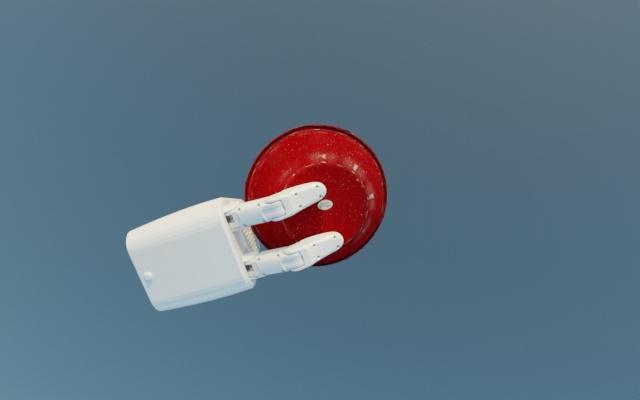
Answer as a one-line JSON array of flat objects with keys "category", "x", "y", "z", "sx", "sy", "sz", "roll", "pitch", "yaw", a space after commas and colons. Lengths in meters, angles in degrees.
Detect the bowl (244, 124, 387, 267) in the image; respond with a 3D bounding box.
[{"category": "bowl", "x": 0.001, "y": 0.001, "z": 0.508, "sx": 0.162, "sy": 0.162, "sz": 0.055, "roll": 0, "pitch": 11, "yaw": -9}]
